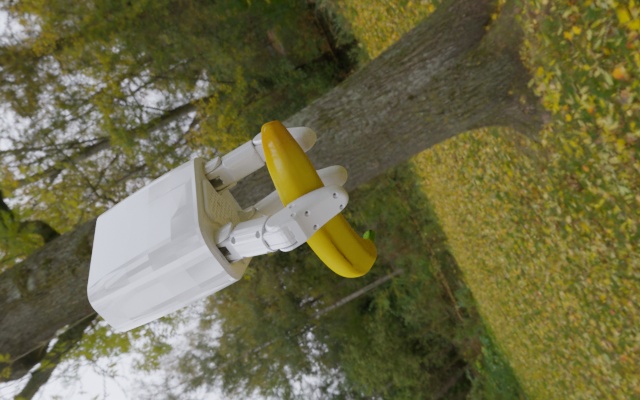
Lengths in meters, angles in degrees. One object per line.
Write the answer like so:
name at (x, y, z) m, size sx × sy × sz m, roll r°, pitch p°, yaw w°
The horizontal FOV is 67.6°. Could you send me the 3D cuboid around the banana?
banana at (0.006, 0.017, 0.393) m, size 0.037 × 0.069 × 0.198 m, roll -26°, pitch -38°, yaw 12°
